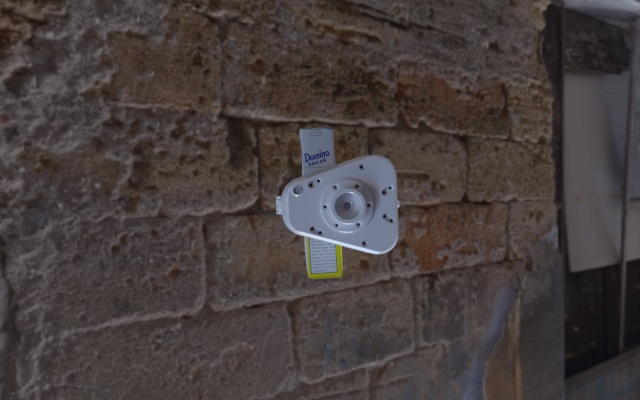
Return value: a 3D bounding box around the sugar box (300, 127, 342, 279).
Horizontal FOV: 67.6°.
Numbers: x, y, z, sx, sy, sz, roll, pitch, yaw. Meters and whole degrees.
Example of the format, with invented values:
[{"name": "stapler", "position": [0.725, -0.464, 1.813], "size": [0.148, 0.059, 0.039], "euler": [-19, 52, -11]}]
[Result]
[{"name": "sugar box", "position": [0.001, 0.002, 0.594], "size": [0.048, 0.176, 0.093], "euler": [-1, 1, -2]}]
